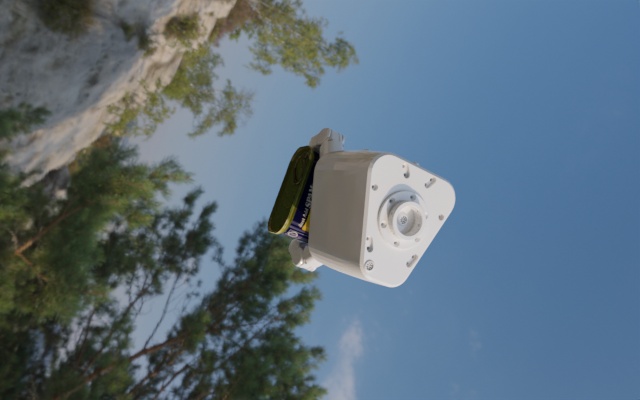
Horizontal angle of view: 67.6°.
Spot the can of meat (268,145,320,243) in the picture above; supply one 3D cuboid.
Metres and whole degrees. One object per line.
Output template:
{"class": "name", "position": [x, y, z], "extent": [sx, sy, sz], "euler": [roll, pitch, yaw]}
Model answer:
{"class": "can of meat", "position": [0.000, 0.002, 0.536], "extent": [0.084, 0.102, 0.057], "euler": [23, -8, -23]}
